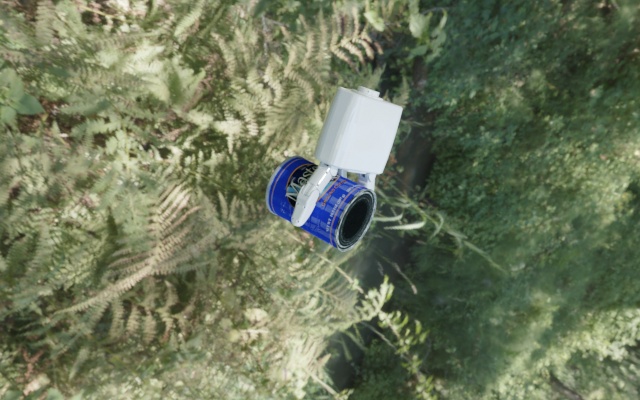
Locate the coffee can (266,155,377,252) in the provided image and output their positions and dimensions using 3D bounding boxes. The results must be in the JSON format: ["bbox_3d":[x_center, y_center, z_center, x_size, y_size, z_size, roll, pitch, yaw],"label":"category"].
[{"bbox_3d":[0.000,0.003,0.739,0.140,0.103,0.103,27,14,29],"label":"coffee can"}]
